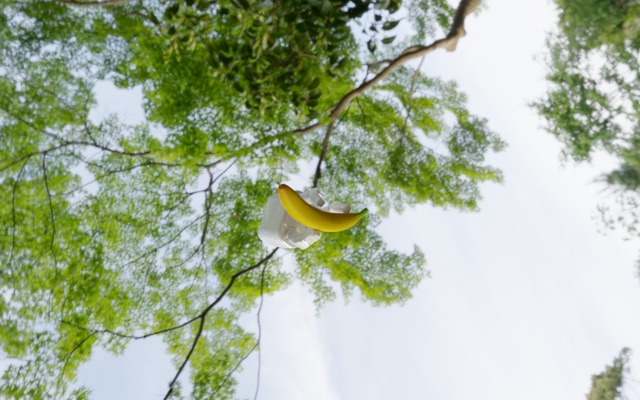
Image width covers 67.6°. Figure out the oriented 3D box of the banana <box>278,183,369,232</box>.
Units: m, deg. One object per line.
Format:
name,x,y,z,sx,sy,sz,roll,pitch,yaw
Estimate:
banana,-0.004,0.020,0.868,0.198,0.069,0.037,15,15,-35
